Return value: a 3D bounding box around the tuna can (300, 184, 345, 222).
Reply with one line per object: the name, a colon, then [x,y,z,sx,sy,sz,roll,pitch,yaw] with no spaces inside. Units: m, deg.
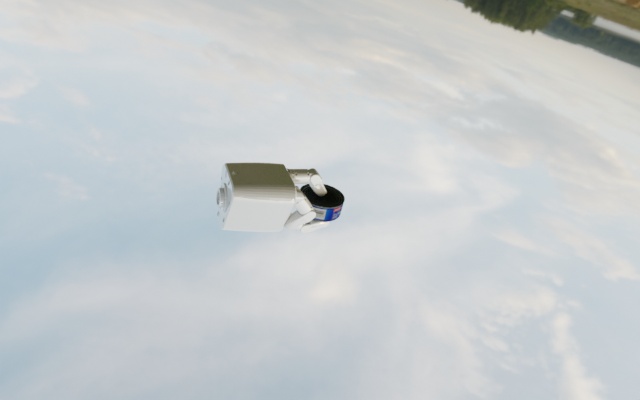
tuna can: [0.000,0.003,0.890,0.086,0.034,0.086,10,31,-6]
